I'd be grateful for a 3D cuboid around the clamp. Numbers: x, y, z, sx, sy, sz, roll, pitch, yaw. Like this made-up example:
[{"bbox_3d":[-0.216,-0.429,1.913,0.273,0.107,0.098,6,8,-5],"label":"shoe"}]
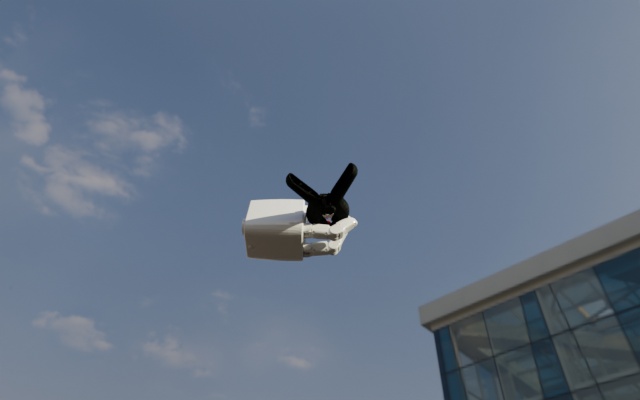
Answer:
[{"bbox_3d":[0.000,0.002,0.846,0.120,0.172,0.039,1,45,-2],"label":"clamp"}]
